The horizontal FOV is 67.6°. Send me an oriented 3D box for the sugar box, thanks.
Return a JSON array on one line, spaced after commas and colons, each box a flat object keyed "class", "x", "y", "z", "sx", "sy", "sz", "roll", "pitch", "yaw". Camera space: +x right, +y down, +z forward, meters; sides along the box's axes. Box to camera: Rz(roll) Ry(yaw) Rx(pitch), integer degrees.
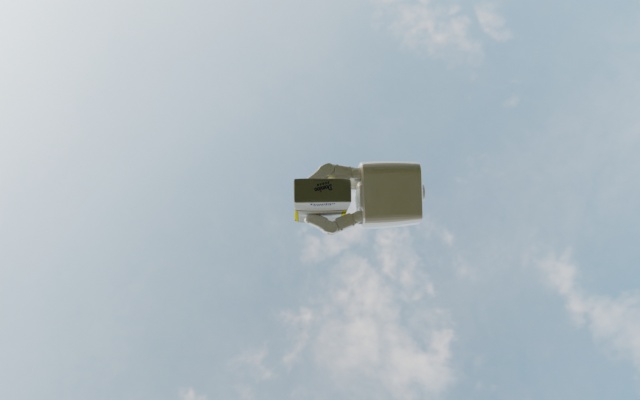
[{"class": "sugar box", "x": 0.000, "y": 0.002, "z": 0.832, "sx": 0.093, "sy": 0.048, "sz": 0.176, "roll": 0, "pitch": -15, "yaw": -3}]
